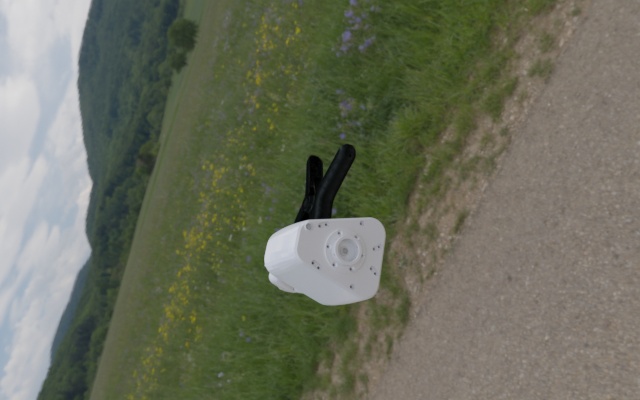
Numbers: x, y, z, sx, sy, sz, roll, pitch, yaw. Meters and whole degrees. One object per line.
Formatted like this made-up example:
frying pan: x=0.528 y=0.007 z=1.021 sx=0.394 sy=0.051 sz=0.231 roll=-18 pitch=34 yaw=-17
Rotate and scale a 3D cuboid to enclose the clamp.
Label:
clamp: x=-0.001 y=0.002 z=0.651 sx=0.039 sy=0.171 sz=0.120 roll=16 pitch=-19 yaw=-19
